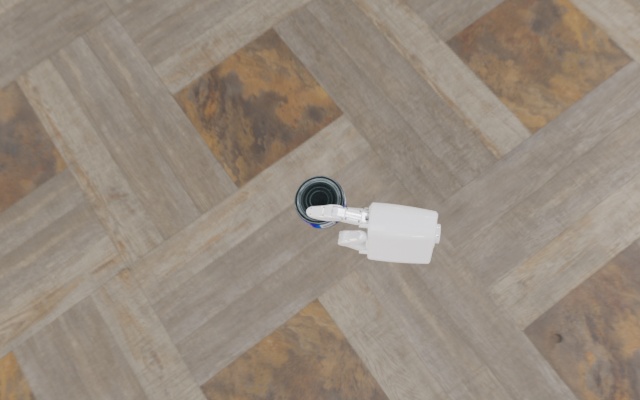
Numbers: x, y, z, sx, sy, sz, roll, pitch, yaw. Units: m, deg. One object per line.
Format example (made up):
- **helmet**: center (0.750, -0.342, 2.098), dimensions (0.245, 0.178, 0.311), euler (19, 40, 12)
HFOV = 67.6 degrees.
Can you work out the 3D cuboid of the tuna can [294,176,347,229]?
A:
- **tuna can**: center (0.000, 0.002, 0.799), dimensions (0.086, 0.086, 0.034), euler (0, -16, 11)
